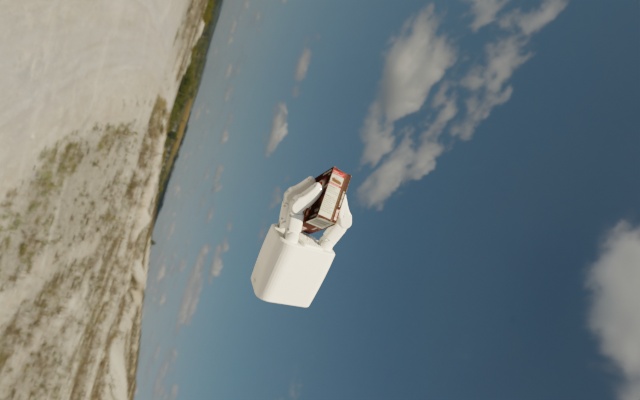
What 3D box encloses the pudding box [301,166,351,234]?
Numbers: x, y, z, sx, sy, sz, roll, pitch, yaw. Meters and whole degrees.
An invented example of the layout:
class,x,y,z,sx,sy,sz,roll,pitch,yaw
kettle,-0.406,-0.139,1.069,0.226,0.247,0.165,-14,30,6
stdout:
class,x,y,z,sx,sy,sz,roll,pitch,yaw
pudding box,0.000,0.003,0.788,0.039,0.090,0.113,25,-20,-20
